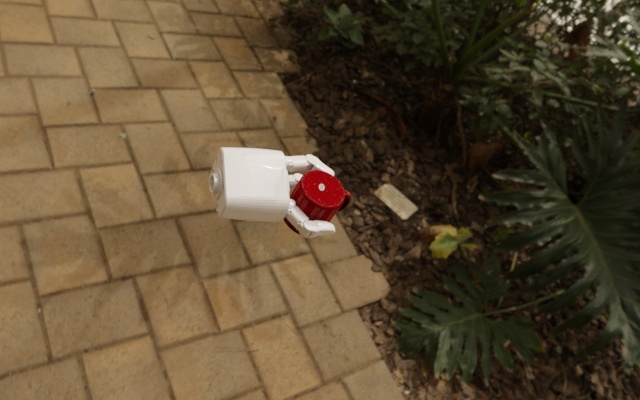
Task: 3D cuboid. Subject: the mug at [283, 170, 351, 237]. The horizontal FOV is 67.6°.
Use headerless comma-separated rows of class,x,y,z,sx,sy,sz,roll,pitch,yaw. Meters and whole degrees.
mug,0.002,0.003,0.819,0.117,0.093,0.081,0,-36,-29
